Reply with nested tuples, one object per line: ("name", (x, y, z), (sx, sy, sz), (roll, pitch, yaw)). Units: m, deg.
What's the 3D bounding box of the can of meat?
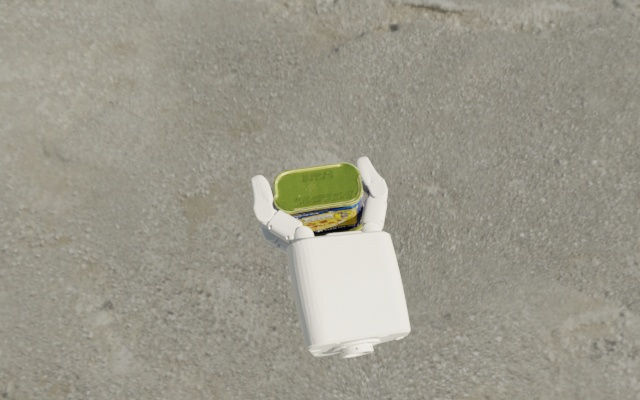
("can of meat", (0.000, 0.002, 0.546), (0.102, 0.057, 0.084), (-9, -24, 2))
